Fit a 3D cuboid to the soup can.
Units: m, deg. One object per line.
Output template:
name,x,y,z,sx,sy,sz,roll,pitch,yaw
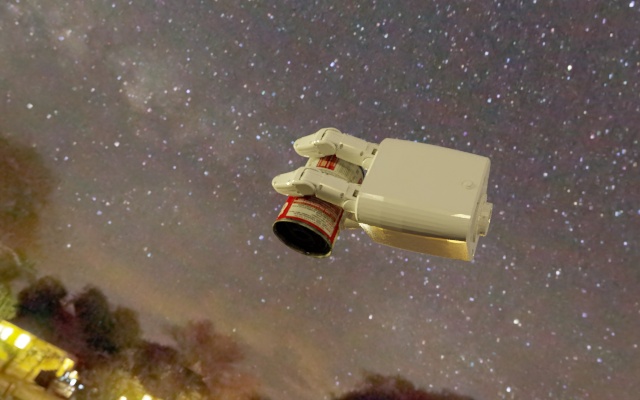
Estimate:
soup can,0.000,0.001,0.521,0.068,0.102,0.068,20,-30,12
